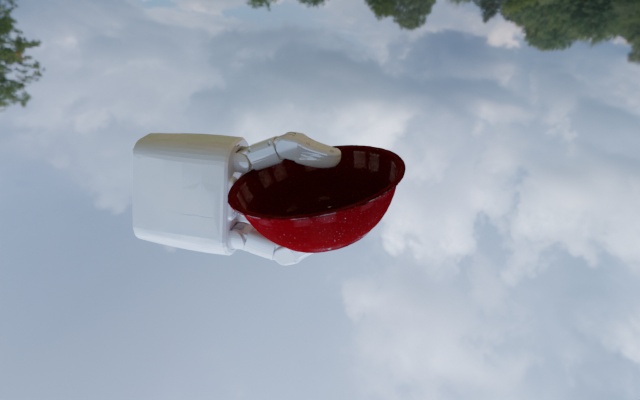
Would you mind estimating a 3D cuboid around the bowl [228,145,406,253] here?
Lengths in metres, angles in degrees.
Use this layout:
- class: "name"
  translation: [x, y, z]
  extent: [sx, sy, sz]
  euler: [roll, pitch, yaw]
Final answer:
- class: "bowl"
  translation: [0.001, 0.002, 0.440]
  extent: [0.162, 0.055, 0.162]
  euler: [-10, 24, 4]
